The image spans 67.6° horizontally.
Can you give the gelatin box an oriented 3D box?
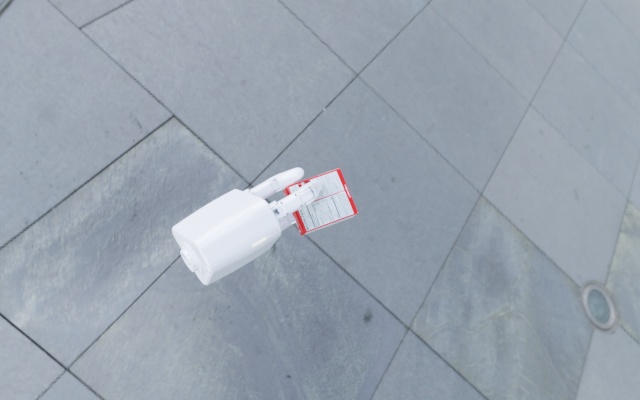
[{"bbox_3d":[0.001,0.002,0.694,0.089,0.073,0.030,-20,-8,-17],"label":"gelatin box"}]
